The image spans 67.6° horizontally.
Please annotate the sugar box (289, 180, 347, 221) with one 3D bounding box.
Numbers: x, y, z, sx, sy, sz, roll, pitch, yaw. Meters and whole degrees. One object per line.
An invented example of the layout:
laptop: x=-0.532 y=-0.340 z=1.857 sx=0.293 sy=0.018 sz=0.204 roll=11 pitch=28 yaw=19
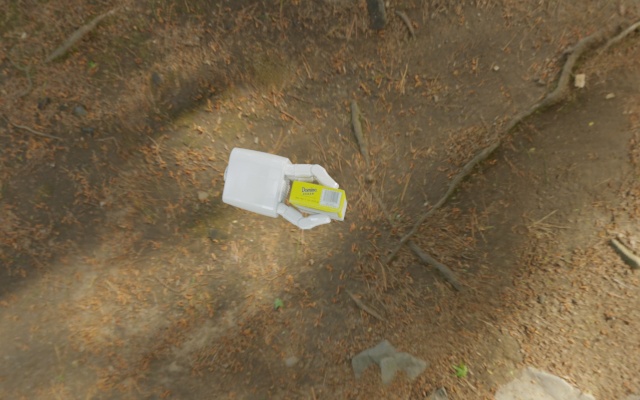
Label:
sugar box: x=0.000 y=0.002 z=0.898 sx=0.093 sy=0.048 sz=0.176 roll=12 pitch=-3 yaw=5
